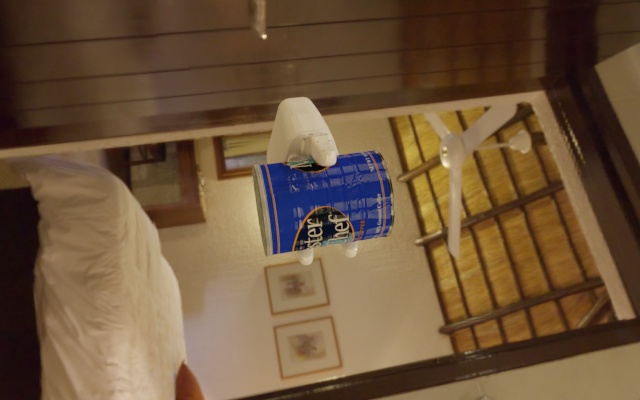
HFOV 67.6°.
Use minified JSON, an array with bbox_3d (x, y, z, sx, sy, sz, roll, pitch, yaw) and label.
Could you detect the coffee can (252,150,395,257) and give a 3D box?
[{"bbox_3d":[0.000,0.002,0.539,0.140,0.103,0.103,-8,1,-10],"label":"coffee can"}]
